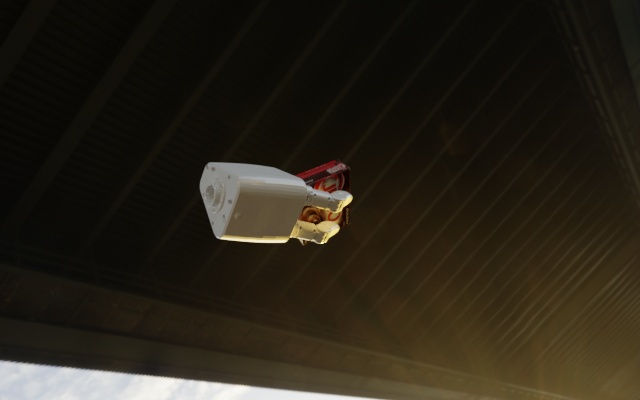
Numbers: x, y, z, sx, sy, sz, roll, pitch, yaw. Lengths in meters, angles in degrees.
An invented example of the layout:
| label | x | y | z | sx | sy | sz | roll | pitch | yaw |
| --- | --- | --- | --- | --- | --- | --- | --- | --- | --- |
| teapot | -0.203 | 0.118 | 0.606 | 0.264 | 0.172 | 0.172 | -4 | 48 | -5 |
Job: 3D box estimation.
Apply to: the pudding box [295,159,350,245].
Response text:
| label | x | y | z | sx | sy | sz | roll | pitch | yaw |
| --- | --- | --- | --- | --- | --- | --- | --- | --- | --- |
| pudding box | 0.000 | 0.002 | 0.730 | 0.090 | 0.114 | 0.039 | -22 | 45 | -23 |
